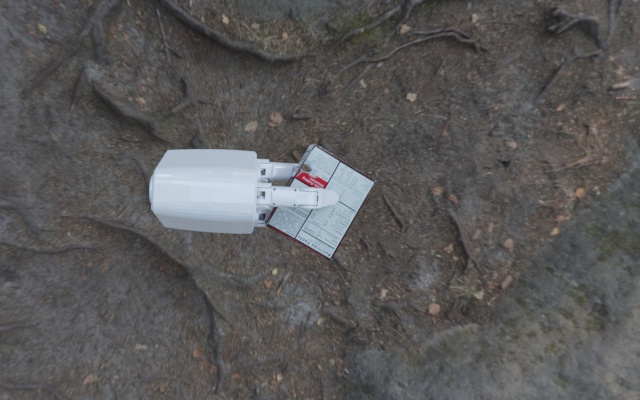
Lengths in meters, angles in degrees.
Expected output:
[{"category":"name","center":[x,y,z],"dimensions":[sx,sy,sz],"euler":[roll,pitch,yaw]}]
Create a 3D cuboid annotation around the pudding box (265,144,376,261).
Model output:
[{"category":"pudding box","center":[0.000,0.002,0.571],"dimensions":[0.090,0.113,0.039],"euler":[31,-1,-9]}]
